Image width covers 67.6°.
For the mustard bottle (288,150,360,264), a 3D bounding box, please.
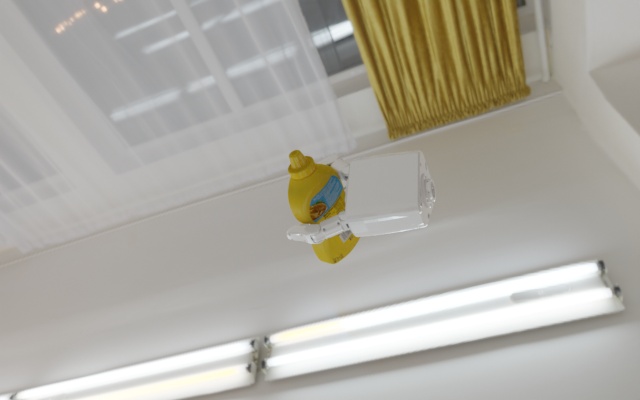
[{"bbox_3d":[0.000,0.003,0.731,0.058,0.192,0.096,12,51,42],"label":"mustard bottle"}]
